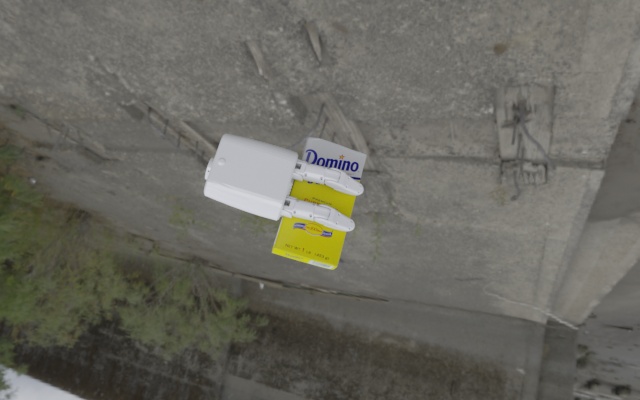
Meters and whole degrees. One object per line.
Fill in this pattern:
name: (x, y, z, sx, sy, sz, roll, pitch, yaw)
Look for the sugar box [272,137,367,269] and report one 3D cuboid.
sugar box: (0.000, 0.002, 0.685, 0.093, 0.176, 0.048, 17, -17, -6)
